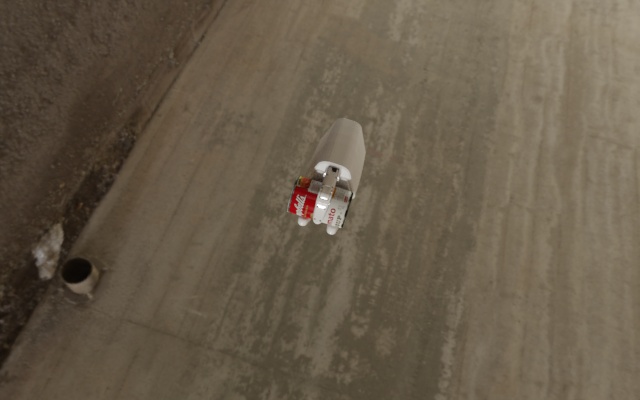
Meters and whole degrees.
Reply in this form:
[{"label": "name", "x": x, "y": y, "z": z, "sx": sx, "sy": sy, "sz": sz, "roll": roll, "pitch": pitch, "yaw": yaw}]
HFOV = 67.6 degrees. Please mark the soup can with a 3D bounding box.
[{"label": "soup can", "x": 0.000, "y": 0.003, "z": 0.838, "sx": 0.102, "sy": 0.068, "sz": 0.068, "roll": 17, "pitch": 1, "yaw": 2}]
